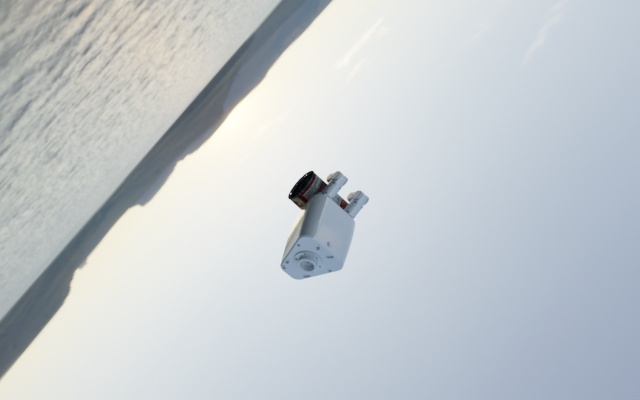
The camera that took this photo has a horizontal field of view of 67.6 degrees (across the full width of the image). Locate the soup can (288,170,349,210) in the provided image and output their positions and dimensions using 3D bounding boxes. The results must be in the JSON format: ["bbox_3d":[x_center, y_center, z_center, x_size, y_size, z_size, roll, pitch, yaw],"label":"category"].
[{"bbox_3d":[0.000,0.003,0.879,0.102,0.068,0.068,41,-15,-18],"label":"soup can"}]
